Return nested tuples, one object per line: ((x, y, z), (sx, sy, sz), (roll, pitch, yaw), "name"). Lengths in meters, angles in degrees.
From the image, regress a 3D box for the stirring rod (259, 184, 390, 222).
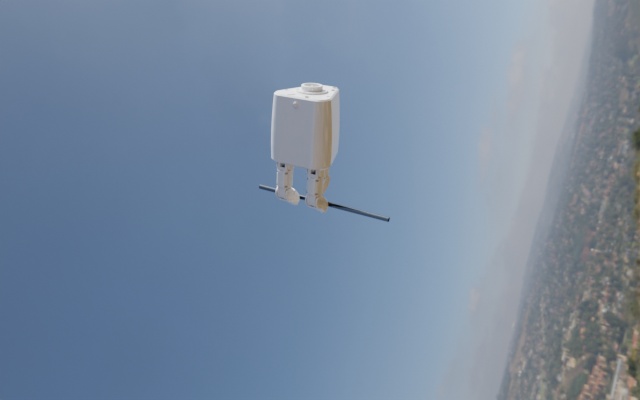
((0.000, 0.003, 0.793), (0.239, 0.011, 0.011), (14, 6, 24), "stirring rod")
